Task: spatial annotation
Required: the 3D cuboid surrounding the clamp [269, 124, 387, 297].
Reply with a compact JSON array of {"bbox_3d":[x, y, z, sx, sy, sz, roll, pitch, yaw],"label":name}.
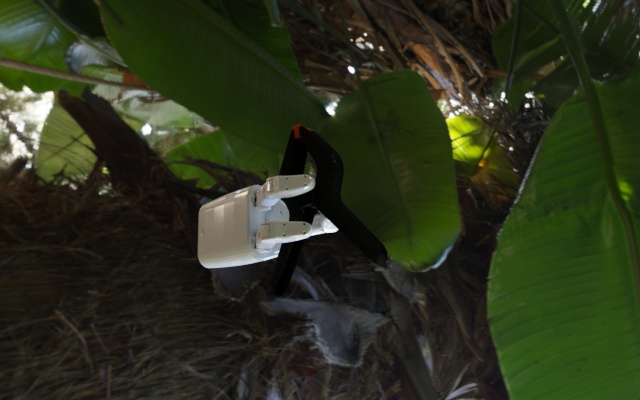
[{"bbox_3d":[0.000,0.002,0.571,0.164,0.210,0.036,-15,-21,35],"label":"clamp"}]
